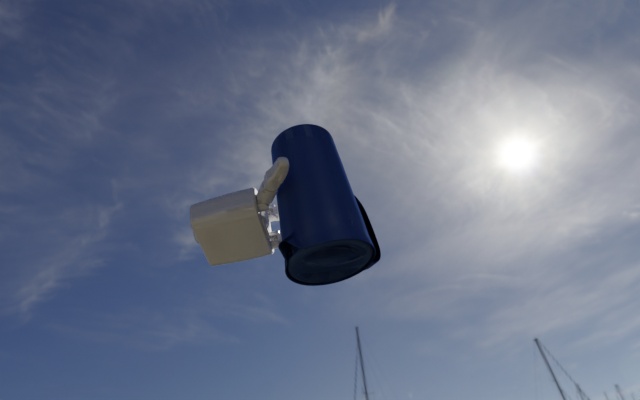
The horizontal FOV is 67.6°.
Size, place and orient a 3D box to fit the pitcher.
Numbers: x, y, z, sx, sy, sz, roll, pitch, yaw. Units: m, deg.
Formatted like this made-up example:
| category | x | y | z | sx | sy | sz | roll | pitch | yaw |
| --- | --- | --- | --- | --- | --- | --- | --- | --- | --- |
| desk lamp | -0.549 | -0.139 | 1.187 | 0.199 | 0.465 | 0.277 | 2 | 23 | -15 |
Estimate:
| category | x | y | z | sx | sy | sz | roll | pitch | yaw |
| --- | --- | --- | --- | --- | --- | --- | --- | --- | --- |
| pitcher | 0.000 | 0.002 | 0.752 | 0.145 | 0.242 | 0.149 | -15 | -34 | 1 |
